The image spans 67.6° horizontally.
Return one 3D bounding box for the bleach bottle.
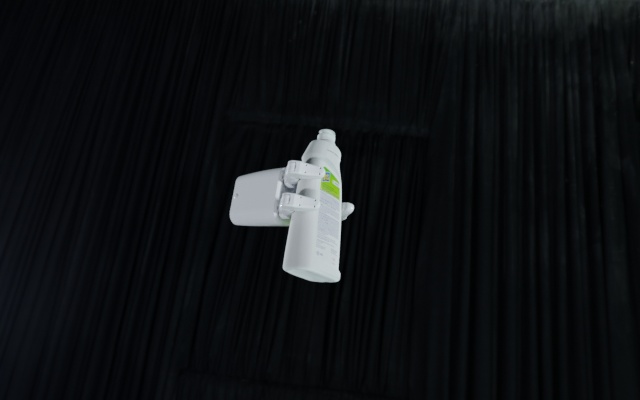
[{"bbox_3d":[0.000,0.003,0.797,0.068,0.250,0.103,-5,-23,33],"label":"bleach bottle"}]
